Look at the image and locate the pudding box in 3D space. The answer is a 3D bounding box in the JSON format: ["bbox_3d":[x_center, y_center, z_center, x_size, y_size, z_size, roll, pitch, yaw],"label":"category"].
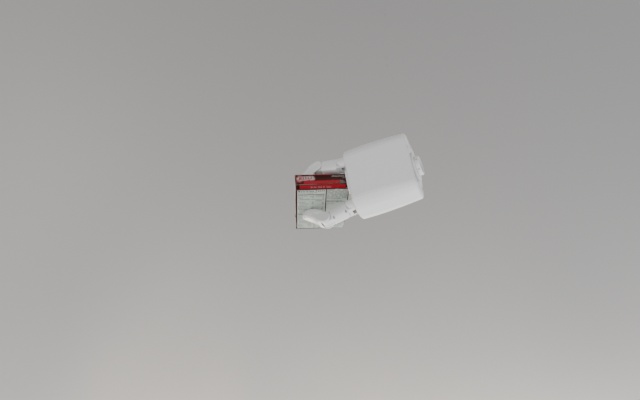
[{"bbox_3d":[0.000,0.003,0.824,0.090,0.039,0.114,-1,-41,-4],"label":"pudding box"}]
